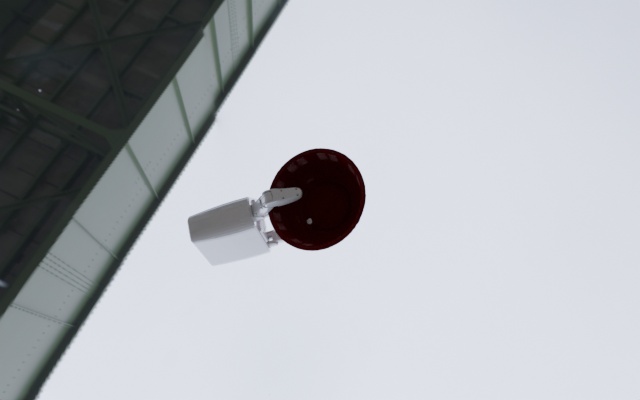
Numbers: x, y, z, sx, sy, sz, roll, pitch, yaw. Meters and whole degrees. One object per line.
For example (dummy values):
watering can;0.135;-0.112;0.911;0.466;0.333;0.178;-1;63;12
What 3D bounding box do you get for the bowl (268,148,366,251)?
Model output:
bowl;0.002;0.002;0.748;0.162;0.162;0.055;0;-14;22
